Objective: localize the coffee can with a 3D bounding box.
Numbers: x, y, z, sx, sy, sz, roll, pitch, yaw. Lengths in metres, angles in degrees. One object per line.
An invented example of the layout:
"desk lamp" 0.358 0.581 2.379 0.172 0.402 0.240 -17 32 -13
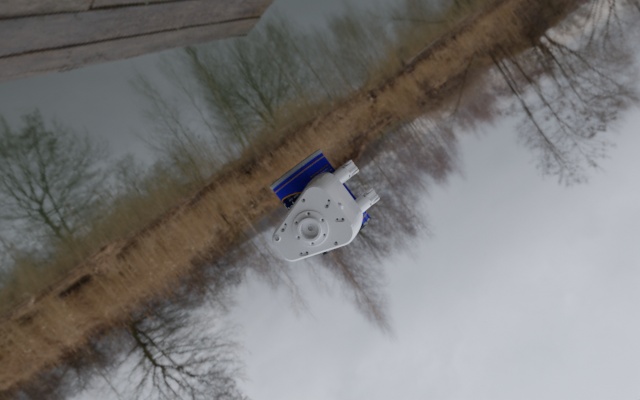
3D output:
"coffee can" 0.000 0.002 0.778 0.103 0.140 0.103 -37 3 2
